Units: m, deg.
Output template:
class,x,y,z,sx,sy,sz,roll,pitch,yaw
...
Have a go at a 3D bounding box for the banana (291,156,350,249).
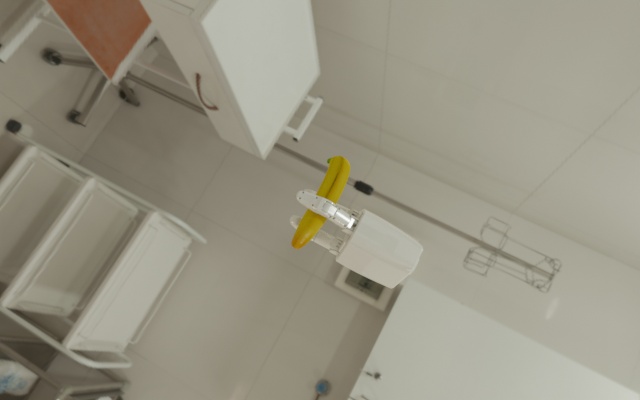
class,x,y,z,sx,sy,sz,roll,pitch,yaw
banana,0.009,-0.009,0.763,0.037,0.197,0.070,31,-37,-8
